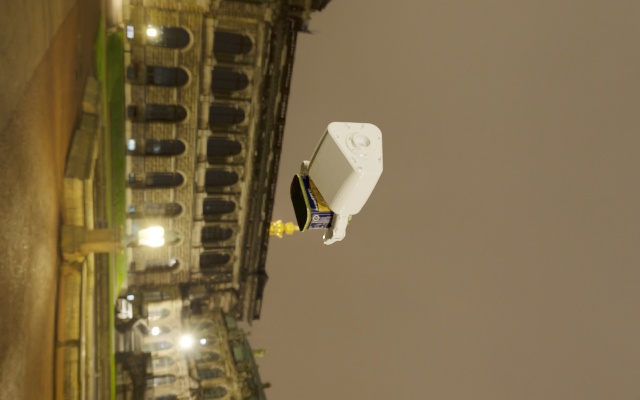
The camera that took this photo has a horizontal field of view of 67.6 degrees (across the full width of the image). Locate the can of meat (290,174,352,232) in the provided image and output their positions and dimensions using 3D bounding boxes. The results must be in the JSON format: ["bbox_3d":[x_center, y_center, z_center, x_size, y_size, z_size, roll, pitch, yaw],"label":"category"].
[{"bbox_3d":[0.000,0.003,0.841,0.084,0.102,0.057,-1,-38,-22],"label":"can of meat"}]
